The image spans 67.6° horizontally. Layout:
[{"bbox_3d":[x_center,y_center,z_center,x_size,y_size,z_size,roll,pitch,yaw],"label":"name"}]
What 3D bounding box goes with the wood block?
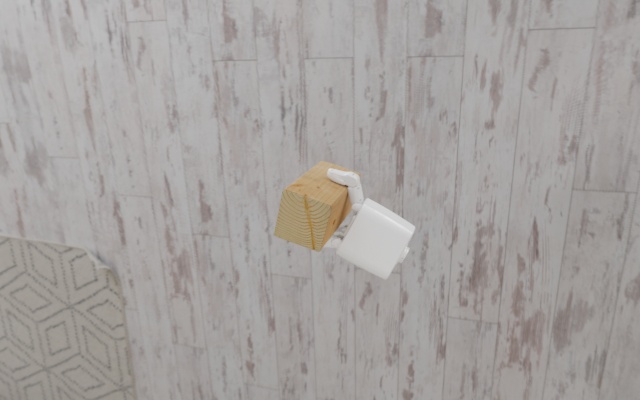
[{"bbox_3d":[0.001,0.003,0.890,0.090,0.091,0.206,19,23,12],"label":"wood block"}]
